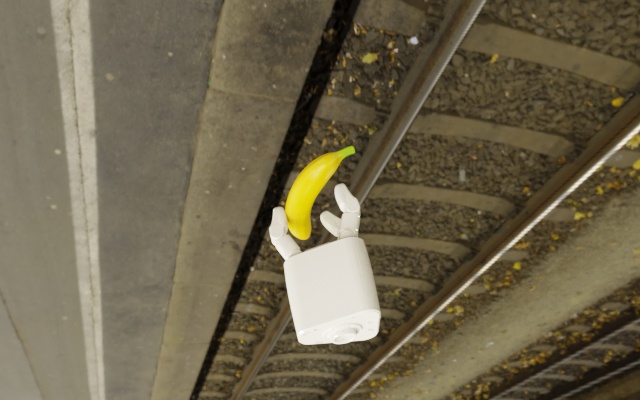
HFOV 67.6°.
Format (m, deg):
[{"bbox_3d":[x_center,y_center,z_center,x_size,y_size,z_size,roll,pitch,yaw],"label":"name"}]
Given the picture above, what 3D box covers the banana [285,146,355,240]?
[{"bbox_3d":[-0.016,-0.001,0.686,0.069,0.037,0.198,4,-41,-25],"label":"banana"}]
